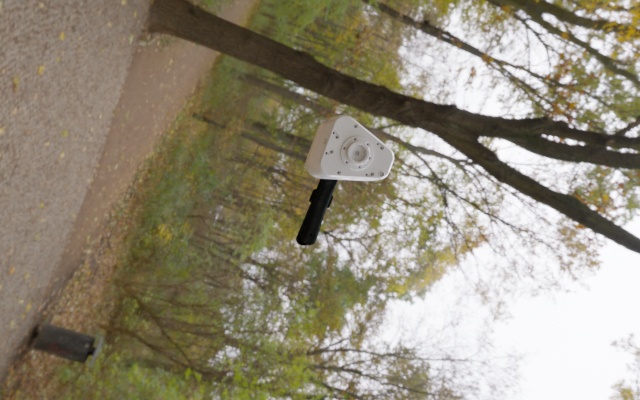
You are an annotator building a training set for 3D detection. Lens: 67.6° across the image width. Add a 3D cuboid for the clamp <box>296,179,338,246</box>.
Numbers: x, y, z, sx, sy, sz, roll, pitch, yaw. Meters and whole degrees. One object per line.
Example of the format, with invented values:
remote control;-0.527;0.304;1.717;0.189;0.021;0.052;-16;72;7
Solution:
clamp;0.001;0.003;0.805;0.039;0.171;0.120;20;1;-11
